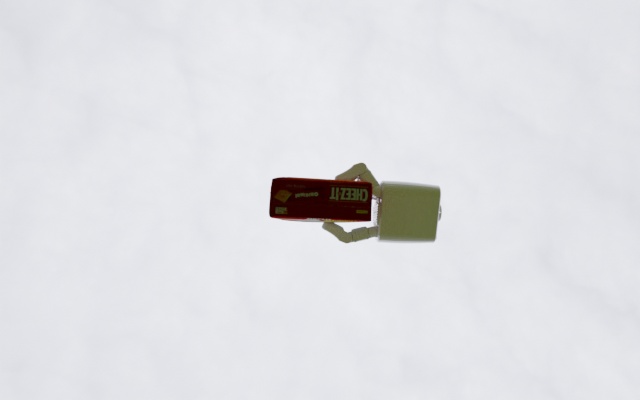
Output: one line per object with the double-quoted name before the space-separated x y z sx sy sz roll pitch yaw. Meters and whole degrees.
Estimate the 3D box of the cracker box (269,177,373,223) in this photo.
"cracker box" 0.000 0.003 0.856 0.164 0.072 0.214 2 -3 -1
